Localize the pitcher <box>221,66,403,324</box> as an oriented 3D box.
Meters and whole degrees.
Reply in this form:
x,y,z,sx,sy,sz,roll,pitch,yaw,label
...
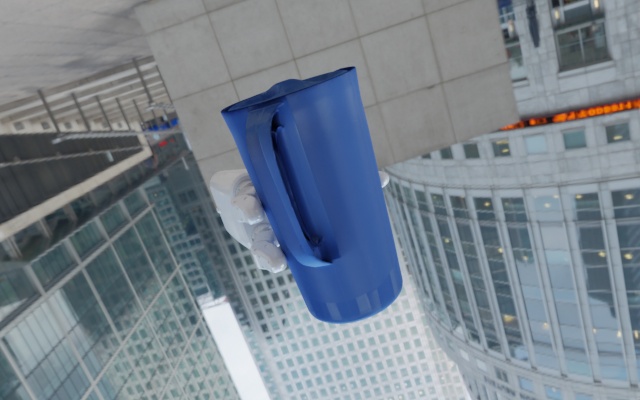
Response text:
x,y,z,sx,sy,sz,roll,pitch,yaw,label
0.000,0.002,0.475,0.149,0.243,0.145,-27,19,-25,pitcher
